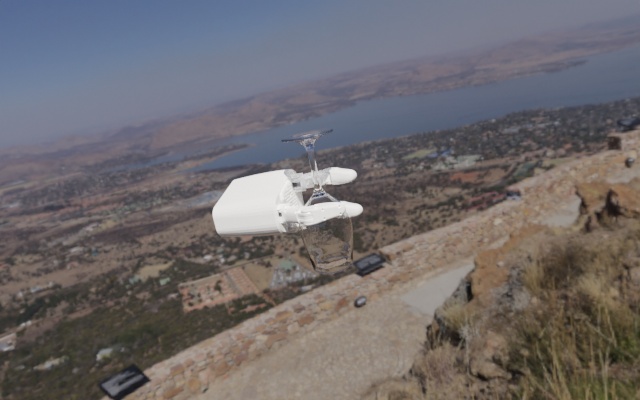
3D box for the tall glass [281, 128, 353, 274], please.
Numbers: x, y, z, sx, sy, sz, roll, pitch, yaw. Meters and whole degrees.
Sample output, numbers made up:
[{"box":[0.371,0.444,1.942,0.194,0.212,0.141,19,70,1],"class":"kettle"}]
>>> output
[{"box":[0.000,0.002,0.691,0.079,0.201,0.079,-11,14,3],"class":"tall glass"}]
